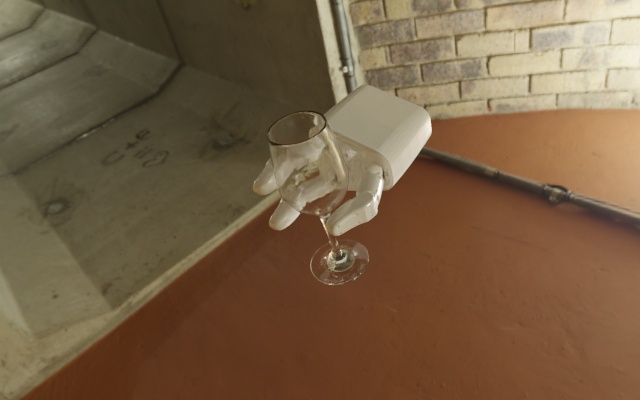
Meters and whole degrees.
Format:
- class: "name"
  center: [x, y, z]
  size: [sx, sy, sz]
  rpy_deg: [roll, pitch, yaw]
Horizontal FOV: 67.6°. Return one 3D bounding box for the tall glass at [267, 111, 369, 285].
- class: "tall glass"
  center: [0.000, 0.002, 0.532]
  size: [0.079, 0.201, 0.079]
  rpy_deg: [-11, 40, 9]
